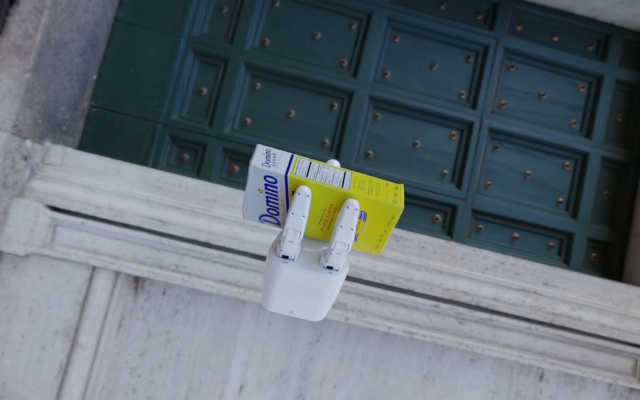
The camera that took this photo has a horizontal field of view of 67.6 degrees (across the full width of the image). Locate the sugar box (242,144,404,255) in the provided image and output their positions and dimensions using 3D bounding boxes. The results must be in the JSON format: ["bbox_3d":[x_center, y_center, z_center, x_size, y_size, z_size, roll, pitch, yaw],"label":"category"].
[{"bbox_3d":[0.000,0.002,0.560,0.176,0.048,0.093,13,-45,-4],"label":"sugar box"}]
